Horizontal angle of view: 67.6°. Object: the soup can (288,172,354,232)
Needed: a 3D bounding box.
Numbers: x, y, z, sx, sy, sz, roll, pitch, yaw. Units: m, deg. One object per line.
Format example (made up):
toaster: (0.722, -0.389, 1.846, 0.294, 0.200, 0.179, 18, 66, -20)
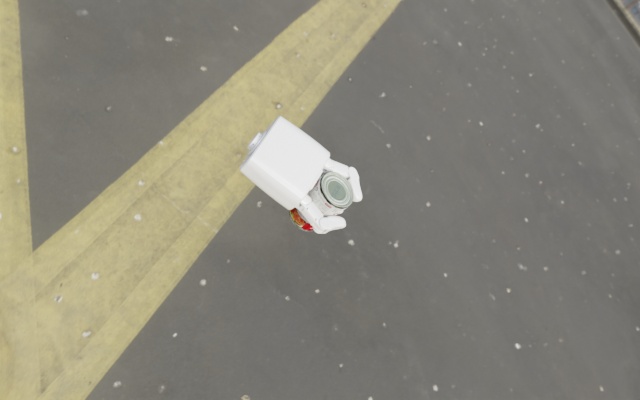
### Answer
soup can: (0.001, 0.003, 0.809, 0.068, 0.068, 0.102, 0, -25, -38)
